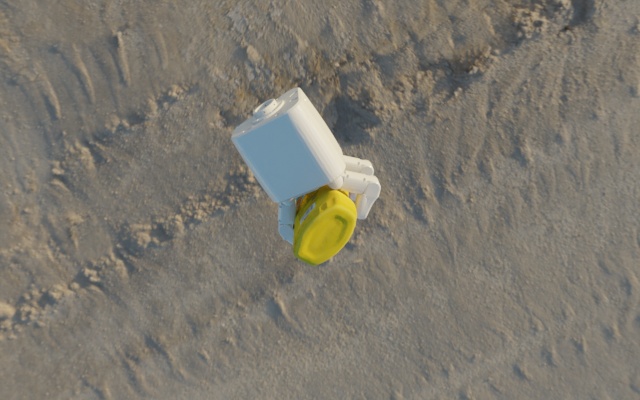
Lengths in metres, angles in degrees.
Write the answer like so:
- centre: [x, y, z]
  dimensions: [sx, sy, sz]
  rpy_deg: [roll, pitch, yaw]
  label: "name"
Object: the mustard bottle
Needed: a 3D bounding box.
- centre: [0.000, 0.003, 0.669]
  dimensions: [0.058, 0.096, 0.191]
  rpy_deg: [31, 21, -18]
  label: "mustard bottle"
